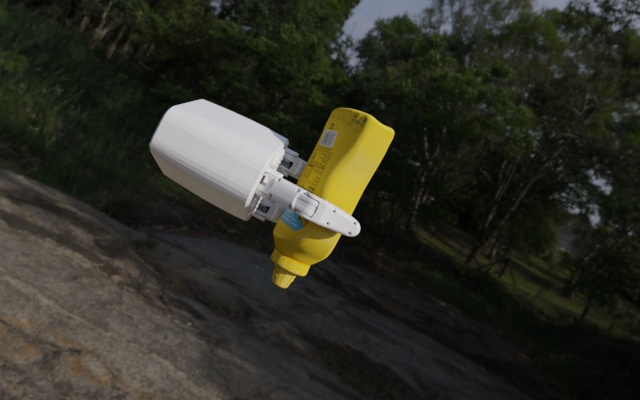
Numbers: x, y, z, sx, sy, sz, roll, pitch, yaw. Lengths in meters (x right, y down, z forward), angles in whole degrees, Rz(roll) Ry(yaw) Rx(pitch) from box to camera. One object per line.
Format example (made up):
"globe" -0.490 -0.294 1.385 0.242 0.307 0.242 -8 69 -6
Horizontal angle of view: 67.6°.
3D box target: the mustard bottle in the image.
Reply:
"mustard bottle" 0.000 0.002 0.490 0.058 0.191 0.096 27 2 -26
